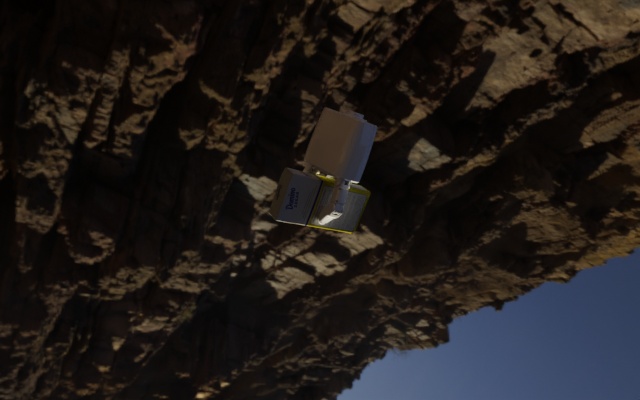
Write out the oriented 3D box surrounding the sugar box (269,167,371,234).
[{"bbox_3d":[0.000,0.003,0.890,0.176,0.093,0.048,14,15,-30],"label":"sugar box"}]
